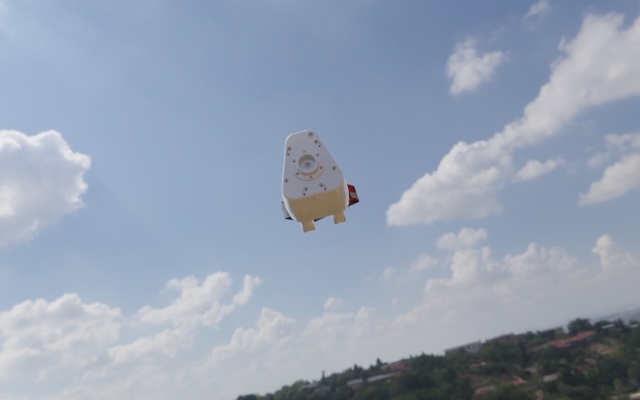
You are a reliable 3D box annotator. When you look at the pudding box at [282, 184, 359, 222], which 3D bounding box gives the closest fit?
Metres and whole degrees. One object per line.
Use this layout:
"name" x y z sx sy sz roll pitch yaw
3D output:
"pudding box" 0.000 0.003 0.862 0.113 0.039 0.090 -23 -20 27
